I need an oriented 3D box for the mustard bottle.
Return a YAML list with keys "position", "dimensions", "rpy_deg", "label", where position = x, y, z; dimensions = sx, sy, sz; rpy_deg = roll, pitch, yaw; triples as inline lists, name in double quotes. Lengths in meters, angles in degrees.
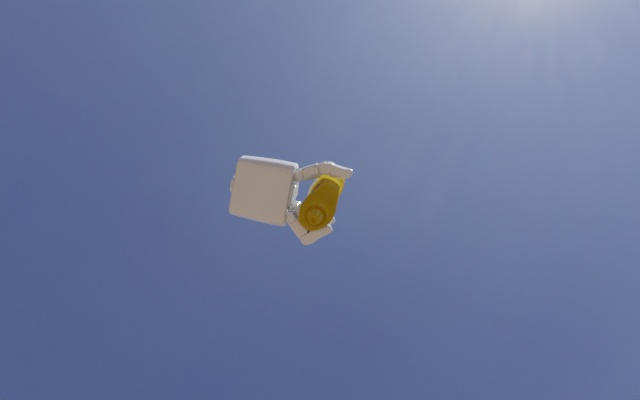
- position: [0.000, 0.003, 0.853]
  dimensions: [0.058, 0.096, 0.191]
  rpy_deg: [35, 18, -4]
  label: "mustard bottle"
